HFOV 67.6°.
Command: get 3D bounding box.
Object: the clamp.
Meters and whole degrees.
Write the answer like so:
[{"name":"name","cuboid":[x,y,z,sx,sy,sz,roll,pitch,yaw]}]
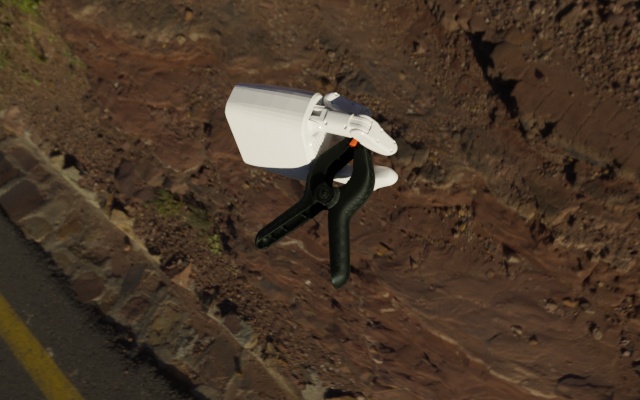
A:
[{"name":"clamp","cuboid":[0.000,0.001,0.528,0.120,0.171,0.039,15,-17,21]}]
